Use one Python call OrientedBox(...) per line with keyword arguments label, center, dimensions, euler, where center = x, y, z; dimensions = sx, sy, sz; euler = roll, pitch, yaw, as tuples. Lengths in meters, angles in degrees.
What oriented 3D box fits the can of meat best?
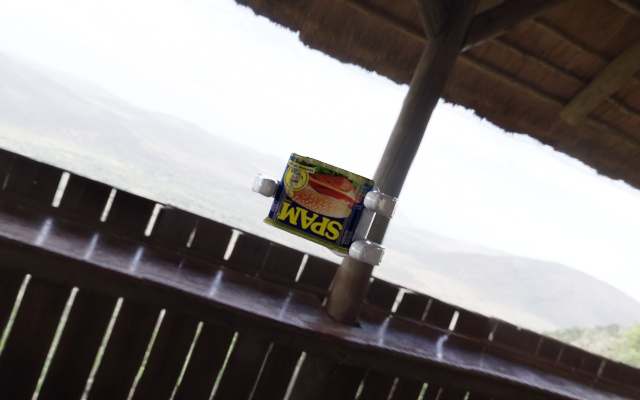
OrientedBox(label="can of meat", center=(0.000, 0.001, 0.523), dimensions=(0.102, 0.084, 0.057), euler=(21, 2, 9))
